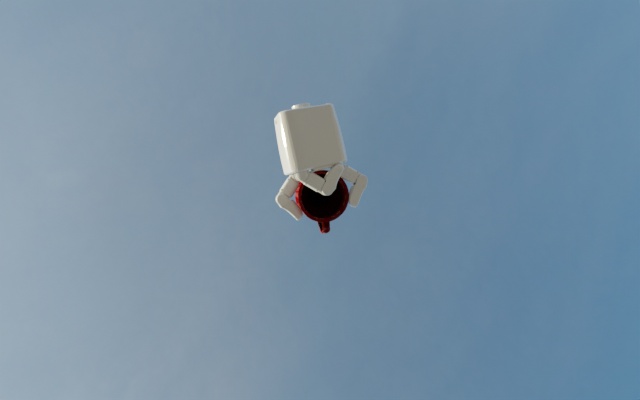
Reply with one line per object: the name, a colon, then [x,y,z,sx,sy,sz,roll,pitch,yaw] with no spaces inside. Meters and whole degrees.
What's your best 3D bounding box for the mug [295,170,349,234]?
mug: [0.000,0.004,0.884,0.093,0.117,0.081,-12,4,-11]
